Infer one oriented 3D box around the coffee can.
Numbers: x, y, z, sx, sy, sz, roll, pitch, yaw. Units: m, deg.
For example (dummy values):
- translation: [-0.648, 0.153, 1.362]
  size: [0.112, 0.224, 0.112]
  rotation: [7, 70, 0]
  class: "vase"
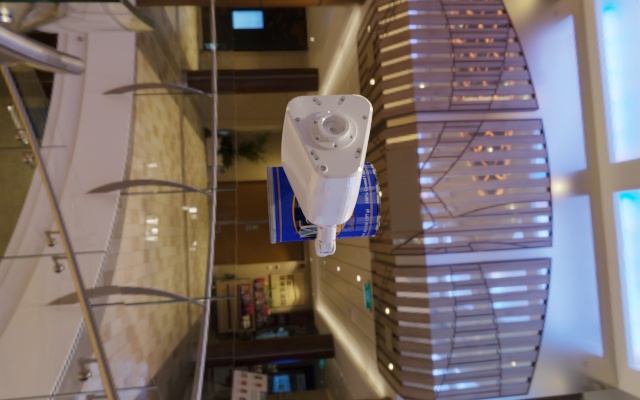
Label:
- translation: [0.000, 0.002, 0.642]
  size: [0.140, 0.103, 0.103]
  rotation: [-3, 0, -7]
  class: "coffee can"
